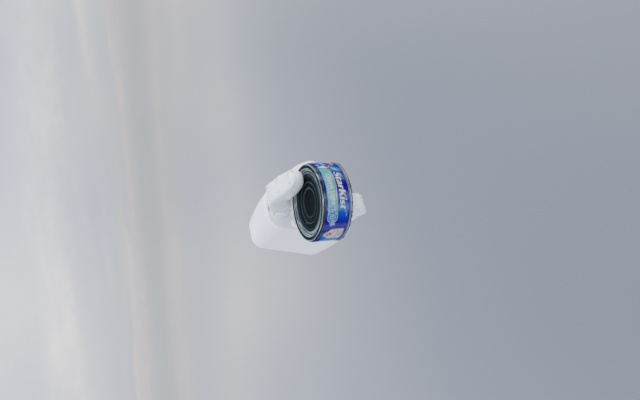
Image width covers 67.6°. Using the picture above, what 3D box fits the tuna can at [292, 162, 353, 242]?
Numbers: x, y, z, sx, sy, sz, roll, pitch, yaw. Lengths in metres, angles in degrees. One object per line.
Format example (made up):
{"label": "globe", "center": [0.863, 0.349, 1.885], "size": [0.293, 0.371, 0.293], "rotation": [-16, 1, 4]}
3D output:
{"label": "tuna can", "center": [0.000, 0.002, 0.513], "size": [0.034, 0.086, 0.086], "rotation": [-3, 1, -25]}
